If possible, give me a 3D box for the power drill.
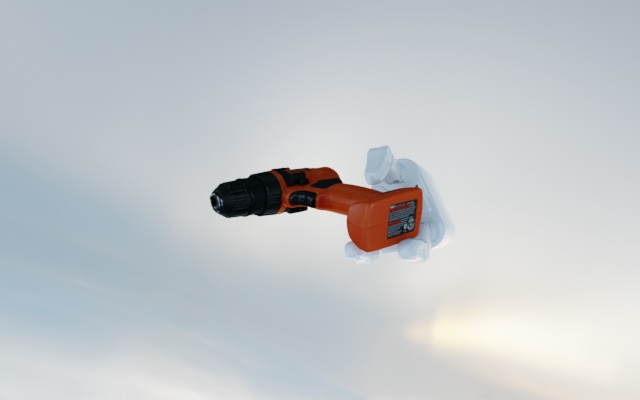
[{"bbox_3d":[0.001,0.002,0.520,0.187,0.057,0.184,17,22,42],"label":"power drill"}]
